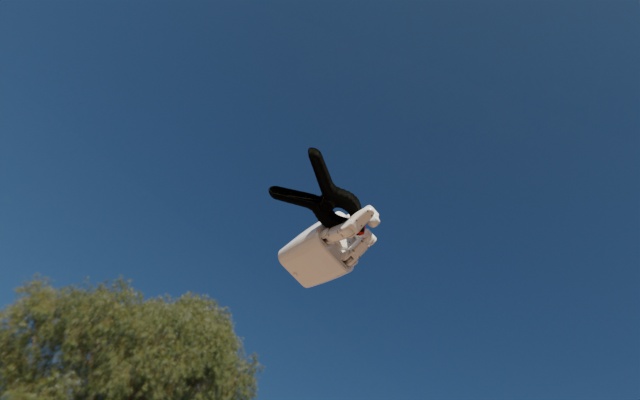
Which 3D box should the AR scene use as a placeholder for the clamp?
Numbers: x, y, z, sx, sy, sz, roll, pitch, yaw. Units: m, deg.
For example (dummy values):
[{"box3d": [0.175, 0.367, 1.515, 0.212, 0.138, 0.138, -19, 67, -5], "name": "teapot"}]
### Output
[{"box3d": [0.000, 0.002, 0.788, 0.120, 0.171, 0.039, -29, 21, 35], "name": "clamp"}]
